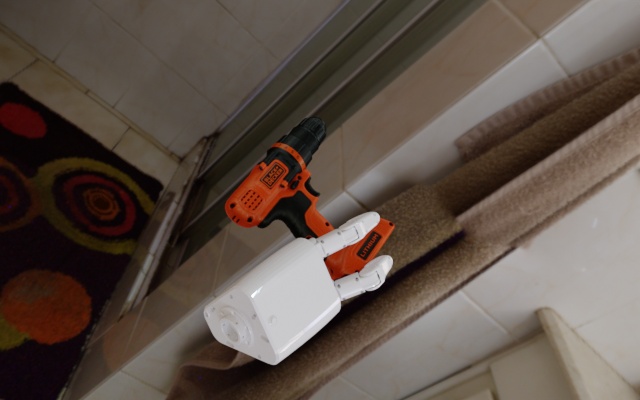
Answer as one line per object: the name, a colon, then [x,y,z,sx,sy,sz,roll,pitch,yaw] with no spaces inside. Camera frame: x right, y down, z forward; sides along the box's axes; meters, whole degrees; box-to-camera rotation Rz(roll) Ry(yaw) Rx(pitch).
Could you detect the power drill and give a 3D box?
power drill: [0.000,0.002,0.611,0.187,0.184,0.057,40,-25,-3]
